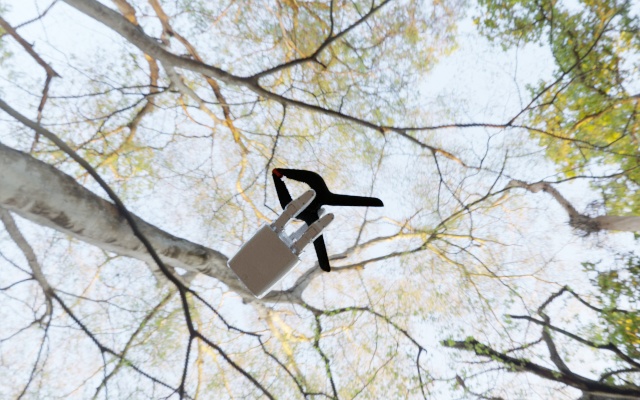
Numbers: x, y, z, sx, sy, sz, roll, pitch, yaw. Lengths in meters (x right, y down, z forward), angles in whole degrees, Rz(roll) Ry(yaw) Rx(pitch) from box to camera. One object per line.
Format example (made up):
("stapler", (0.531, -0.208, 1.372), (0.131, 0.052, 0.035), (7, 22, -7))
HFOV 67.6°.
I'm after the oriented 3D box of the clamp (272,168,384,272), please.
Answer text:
("clamp", (0.000, 0.003, 0.878), (0.164, 0.210, 0.036), (-43, -11, -1))
